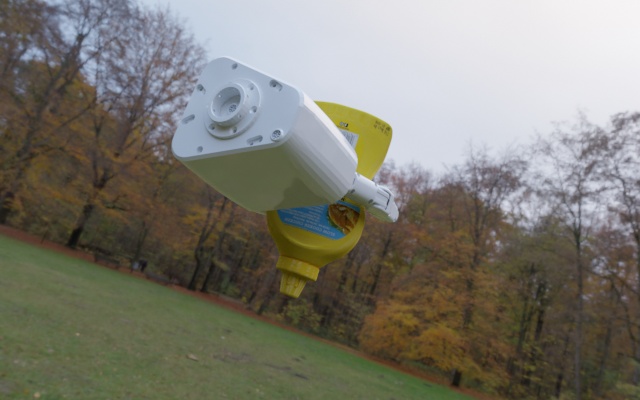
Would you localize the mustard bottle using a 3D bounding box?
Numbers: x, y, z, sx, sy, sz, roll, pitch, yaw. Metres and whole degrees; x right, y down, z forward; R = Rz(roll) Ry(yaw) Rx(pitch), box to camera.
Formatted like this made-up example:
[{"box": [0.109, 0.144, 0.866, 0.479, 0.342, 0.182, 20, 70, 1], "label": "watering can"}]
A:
[{"box": [0.000, 0.001, 0.471, 0.096, 0.191, 0.058, 18, -13, 4], "label": "mustard bottle"}]
